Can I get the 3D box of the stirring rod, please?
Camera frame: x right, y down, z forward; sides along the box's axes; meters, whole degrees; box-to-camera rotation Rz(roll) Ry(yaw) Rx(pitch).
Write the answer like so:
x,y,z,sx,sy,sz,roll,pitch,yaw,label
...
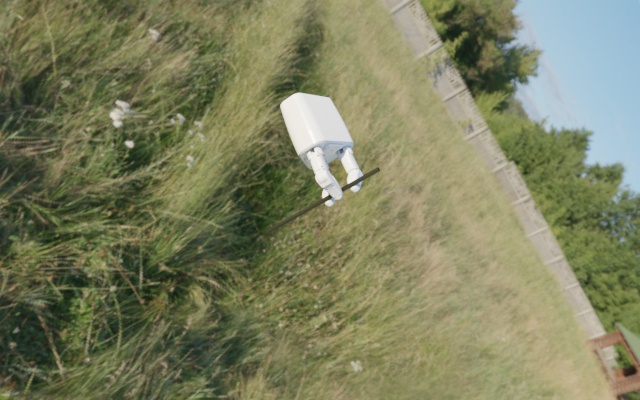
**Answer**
x,y,z,sx,sy,sz,roll,pitch,yaw,label
0.000,0.003,0.839,0.239,0.011,0.011,-30,-12,21,stirring rod
